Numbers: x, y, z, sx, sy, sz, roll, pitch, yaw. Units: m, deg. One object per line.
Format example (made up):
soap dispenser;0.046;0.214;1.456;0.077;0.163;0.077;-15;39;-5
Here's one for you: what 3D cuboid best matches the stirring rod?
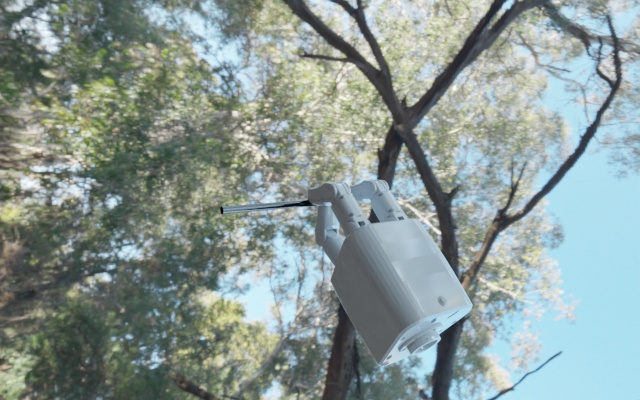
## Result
stirring rod;0.000;0.002;0.541;0.239;0.011;0.011;-5;3;-36
